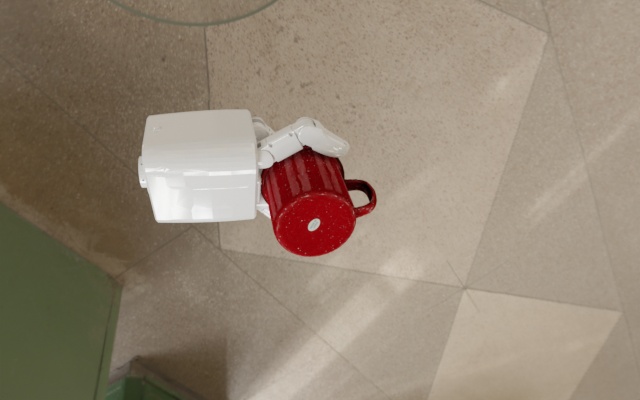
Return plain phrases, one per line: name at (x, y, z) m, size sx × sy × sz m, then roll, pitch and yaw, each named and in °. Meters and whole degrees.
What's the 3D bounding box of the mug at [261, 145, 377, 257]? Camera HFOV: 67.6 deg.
mug at (0.002, 0.002, 0.486) m, size 0.117 × 0.093 × 0.081 m, roll -4°, pitch 36°, yaw -11°
